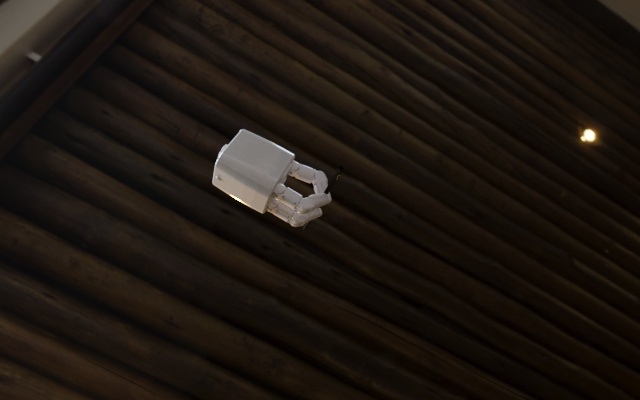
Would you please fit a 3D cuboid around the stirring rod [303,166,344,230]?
[{"bbox_3d":[0.000,0.003,0.843,0.011,0.011,0.240,0,-26,-17],"label":"stirring rod"}]
